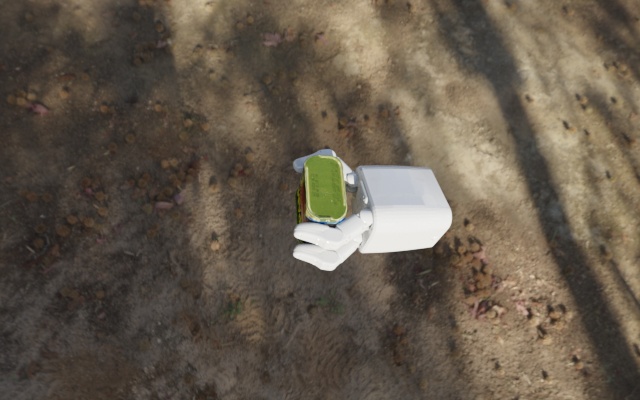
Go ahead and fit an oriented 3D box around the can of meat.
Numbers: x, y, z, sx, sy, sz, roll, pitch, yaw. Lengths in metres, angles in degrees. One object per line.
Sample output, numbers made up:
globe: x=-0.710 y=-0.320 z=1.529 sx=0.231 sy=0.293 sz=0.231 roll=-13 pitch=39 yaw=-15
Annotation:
can of meat: x=0.000 y=0.002 z=0.632 sx=0.057 sy=0.102 sz=0.084 roll=1 pitch=-30 yaw=-10
